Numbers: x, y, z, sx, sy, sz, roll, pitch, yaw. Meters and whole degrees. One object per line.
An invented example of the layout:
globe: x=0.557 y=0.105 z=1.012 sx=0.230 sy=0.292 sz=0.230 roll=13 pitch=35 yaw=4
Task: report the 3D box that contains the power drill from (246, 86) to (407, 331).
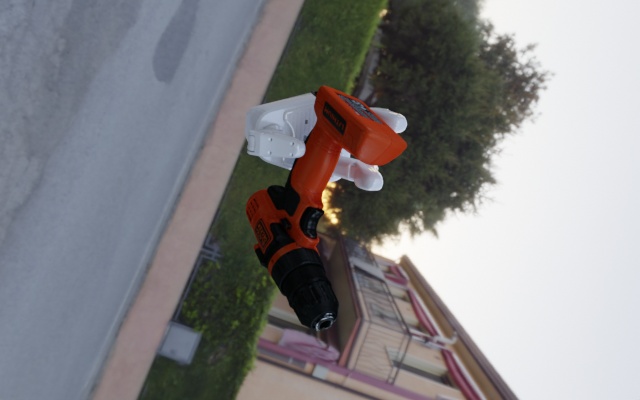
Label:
power drill: x=0.000 y=0.001 z=0.456 sx=0.057 sy=0.188 sz=0.184 roll=13 pitch=29 yaw=-39
